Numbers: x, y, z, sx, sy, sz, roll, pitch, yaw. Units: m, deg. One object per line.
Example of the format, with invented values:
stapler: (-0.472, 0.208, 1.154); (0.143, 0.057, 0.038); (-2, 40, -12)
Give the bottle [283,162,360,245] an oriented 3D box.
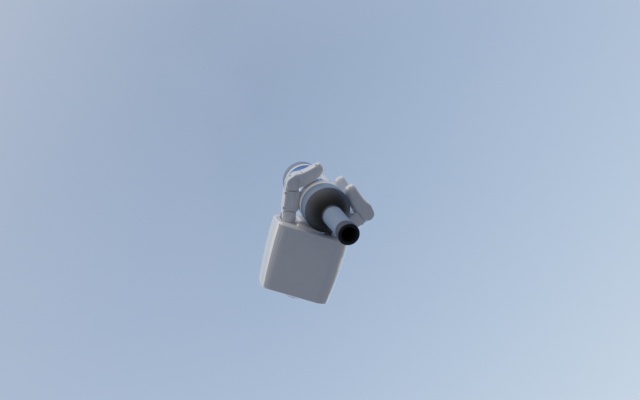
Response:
bottle: (0.000, 0.002, 0.701); (0.069, 0.069, 0.295); (0, 15, -14)
